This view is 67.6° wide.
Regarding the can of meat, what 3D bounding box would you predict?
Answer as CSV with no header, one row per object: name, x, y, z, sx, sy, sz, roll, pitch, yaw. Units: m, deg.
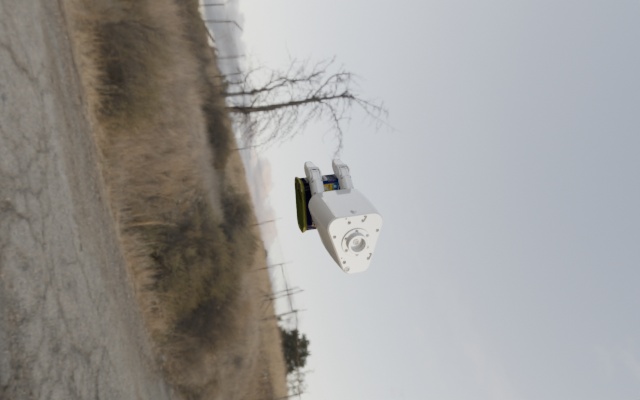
can of meat,0.000,0.003,0.883,0.084,0.102,0.057,-8,19,-13
